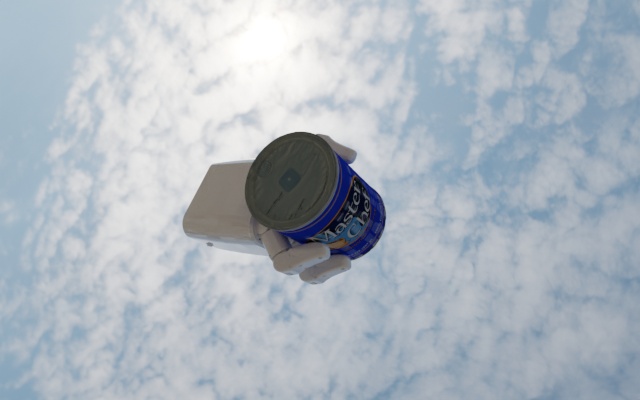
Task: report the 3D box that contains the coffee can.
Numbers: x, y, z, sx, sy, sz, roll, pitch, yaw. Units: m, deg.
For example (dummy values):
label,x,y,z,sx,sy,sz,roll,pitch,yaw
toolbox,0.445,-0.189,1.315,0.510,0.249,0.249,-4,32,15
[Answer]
label,x,y,z,sx,sy,sz,roll,pitch,yaw
coffee can,0.000,0.002,0.519,0.103,0.102,0.140,0,-19,28
